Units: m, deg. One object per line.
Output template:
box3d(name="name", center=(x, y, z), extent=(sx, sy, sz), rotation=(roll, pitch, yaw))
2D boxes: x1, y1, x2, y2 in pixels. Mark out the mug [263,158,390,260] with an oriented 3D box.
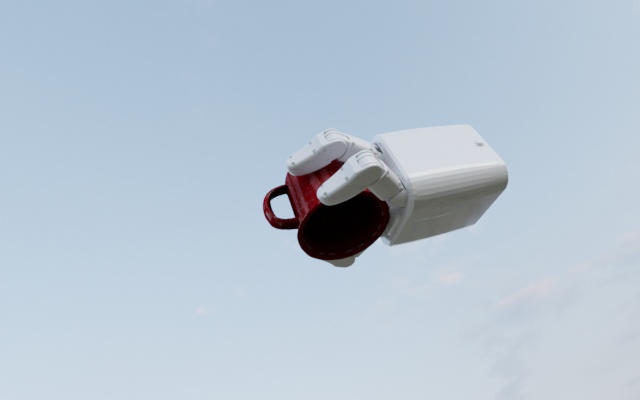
box3d(name="mug", center=(-0.001, 0.002, 0.479), extent=(0.117, 0.093, 0.081), rotation=(-10, 45, -14))
